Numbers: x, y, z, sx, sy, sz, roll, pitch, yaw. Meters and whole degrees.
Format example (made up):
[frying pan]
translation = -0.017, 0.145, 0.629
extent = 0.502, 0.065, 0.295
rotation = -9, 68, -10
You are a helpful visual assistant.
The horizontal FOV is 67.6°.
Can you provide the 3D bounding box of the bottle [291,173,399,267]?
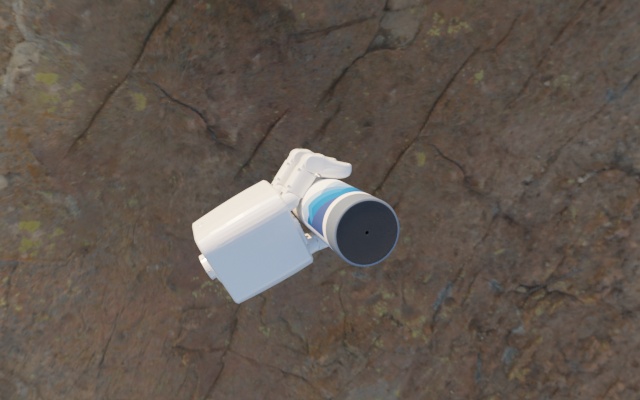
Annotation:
[bottle]
translation = 0.000, 0.002, 0.581
extent = 0.069, 0.069, 0.295
rotation = 0, 11, -18
